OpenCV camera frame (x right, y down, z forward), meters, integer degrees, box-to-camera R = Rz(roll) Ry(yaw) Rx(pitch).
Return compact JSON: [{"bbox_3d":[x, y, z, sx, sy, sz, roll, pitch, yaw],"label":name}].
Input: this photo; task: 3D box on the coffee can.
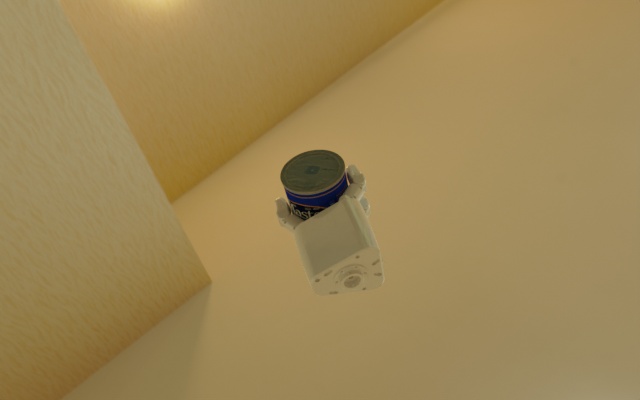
[{"bbox_3d":[0.000,0.002,0.785,0.103,0.140,0.102,-8,42,7],"label":"coffee can"}]
